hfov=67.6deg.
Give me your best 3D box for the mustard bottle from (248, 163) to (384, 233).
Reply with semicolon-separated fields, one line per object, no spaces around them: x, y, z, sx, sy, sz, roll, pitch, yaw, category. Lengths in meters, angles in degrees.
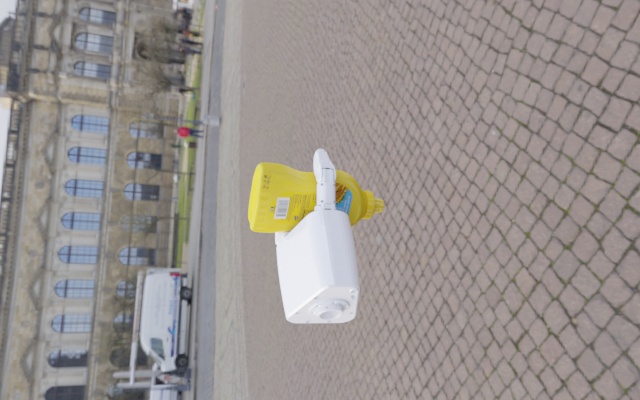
0.000;0.002;0.670;0.191;0.096;0.058;4;28;-18;mustard bottle
